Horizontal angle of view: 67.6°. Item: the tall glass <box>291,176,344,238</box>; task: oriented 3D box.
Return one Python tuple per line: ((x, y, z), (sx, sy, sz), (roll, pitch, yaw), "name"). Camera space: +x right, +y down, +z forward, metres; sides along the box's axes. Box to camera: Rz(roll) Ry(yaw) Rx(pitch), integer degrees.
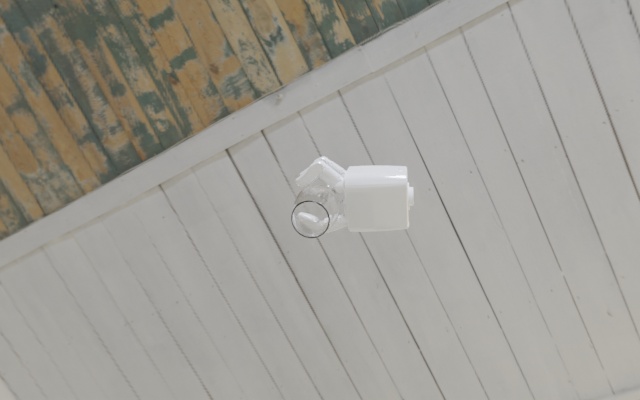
((0.000, 0.003, 0.837), (0.079, 0.079, 0.201), (0, 16, 10), "tall glass")
